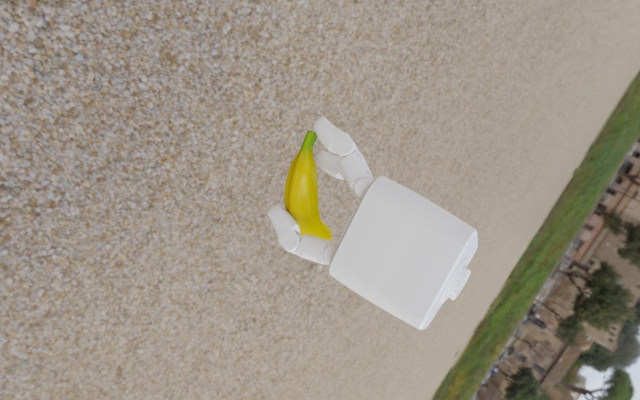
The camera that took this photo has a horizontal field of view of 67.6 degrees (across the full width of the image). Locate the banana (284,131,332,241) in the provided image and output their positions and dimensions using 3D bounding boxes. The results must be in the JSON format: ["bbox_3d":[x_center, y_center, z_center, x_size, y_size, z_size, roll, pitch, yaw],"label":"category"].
[{"bbox_3d":[-0.011,0.012,0.563,0.037,0.069,0.198,28,-31,24],"label":"banana"}]
